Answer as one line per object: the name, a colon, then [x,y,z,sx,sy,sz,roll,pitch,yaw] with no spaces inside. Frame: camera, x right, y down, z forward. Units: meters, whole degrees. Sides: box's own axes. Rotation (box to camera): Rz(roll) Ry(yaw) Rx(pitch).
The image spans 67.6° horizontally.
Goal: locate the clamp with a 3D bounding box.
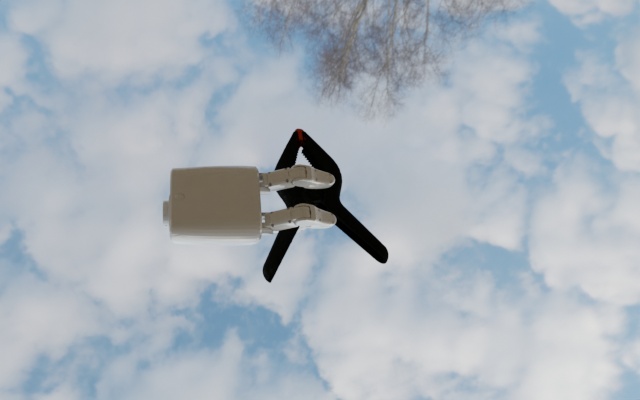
clamp: [0.000,0.002,0.631,0.164,0.210,0.036,0,-24,-16]
